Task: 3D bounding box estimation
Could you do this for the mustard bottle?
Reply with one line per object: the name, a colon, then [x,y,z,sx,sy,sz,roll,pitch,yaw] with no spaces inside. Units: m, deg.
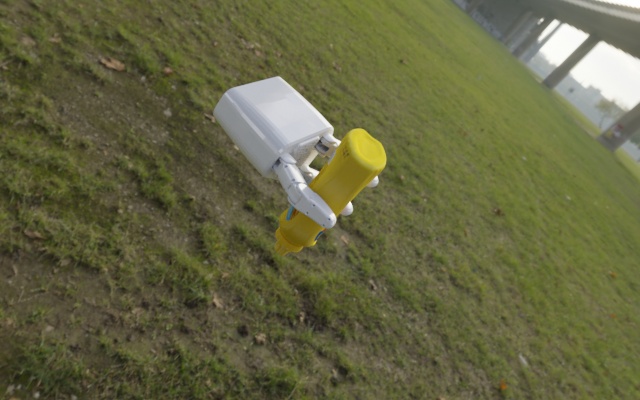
mustard bottle: [0.001,0.002,0.594,0.058,0.192,0.096,37,27,-8]
